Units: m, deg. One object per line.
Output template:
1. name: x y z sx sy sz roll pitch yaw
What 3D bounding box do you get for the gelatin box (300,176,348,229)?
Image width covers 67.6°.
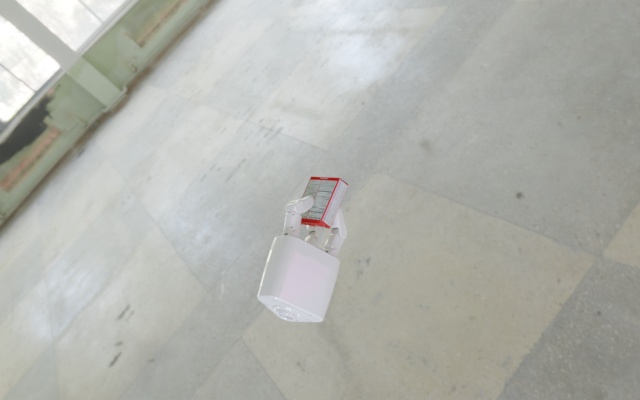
1. gelatin box: 0.000 0.002 0.838 0.073 0.089 0.030 5 -24 46
